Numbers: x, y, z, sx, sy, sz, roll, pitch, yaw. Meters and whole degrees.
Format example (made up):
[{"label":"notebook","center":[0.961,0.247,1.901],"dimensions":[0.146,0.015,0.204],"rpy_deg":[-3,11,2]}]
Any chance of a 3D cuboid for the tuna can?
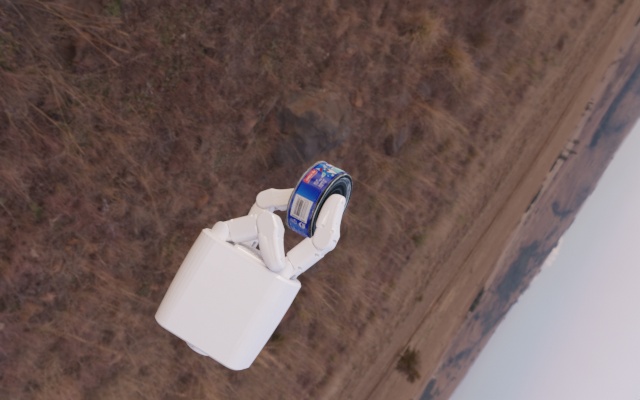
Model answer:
[{"label":"tuna can","center":[0.001,0.002,0.530],"dimensions":[0.033,0.086,0.086],"rpy_deg":[27,11,23]}]
